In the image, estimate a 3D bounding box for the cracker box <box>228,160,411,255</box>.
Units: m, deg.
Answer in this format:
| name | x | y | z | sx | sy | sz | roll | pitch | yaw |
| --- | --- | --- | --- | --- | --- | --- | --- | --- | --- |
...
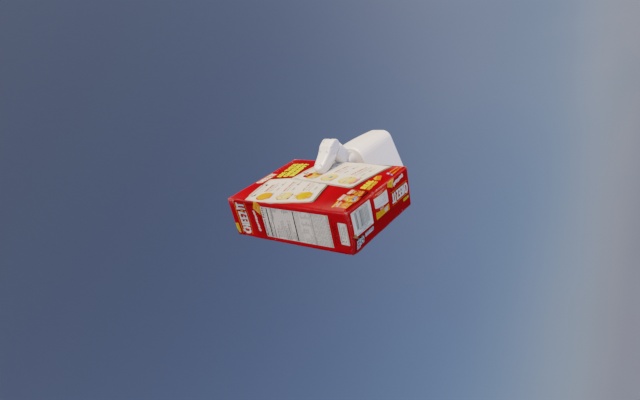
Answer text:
| name | x | y | z | sx | sy | sz | roll | pitch | yaw |
| --- | --- | --- | --- | --- | --- | --- | --- | --- | --- |
| cracker box | 0.000 | 0.002 | 0.705 | 0.213 | 0.072 | 0.164 | 6 | 28 | 37 |
